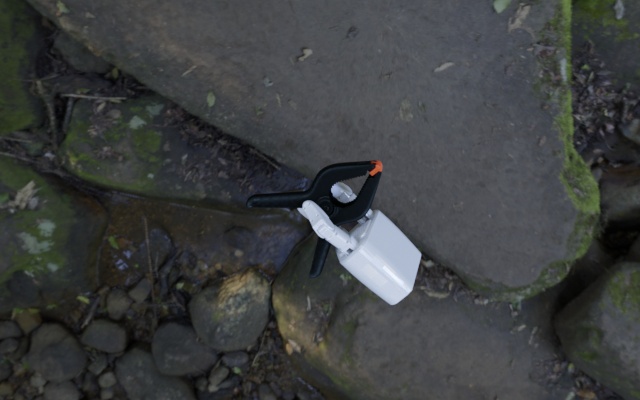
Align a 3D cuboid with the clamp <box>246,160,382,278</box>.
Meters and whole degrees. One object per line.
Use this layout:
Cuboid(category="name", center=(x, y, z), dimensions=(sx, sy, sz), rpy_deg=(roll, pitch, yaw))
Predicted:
Cuboid(category="clamp", center=(0.001, 0.002, 0.717), dimensions=(0.210, 0.164, 0.036), rpy_deg=(-44, 8, 20))
